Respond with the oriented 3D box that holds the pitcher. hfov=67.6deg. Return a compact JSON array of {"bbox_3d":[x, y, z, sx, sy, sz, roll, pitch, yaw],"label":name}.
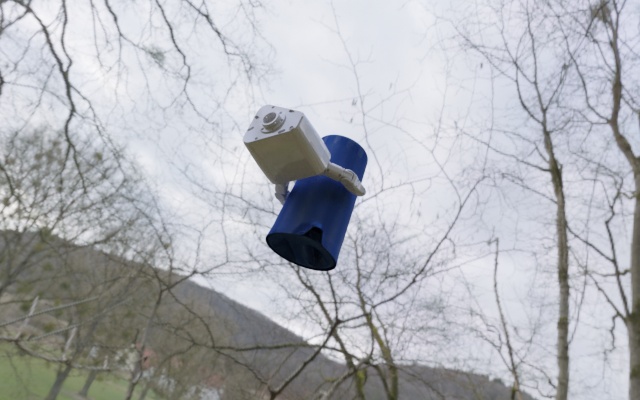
[{"bbox_3d":[0.000,0.003,0.896,0.149,0.242,0.145,2,-35,34],"label":"pitcher"}]
